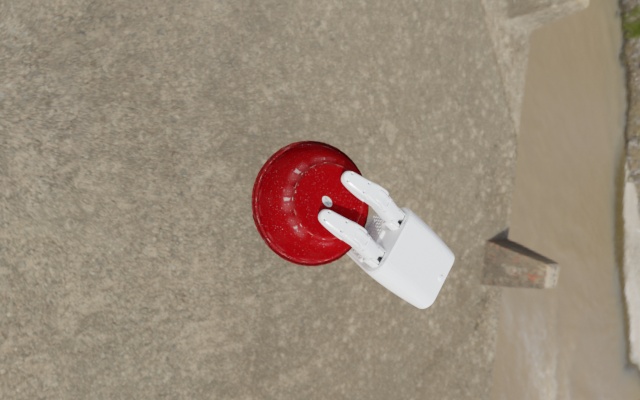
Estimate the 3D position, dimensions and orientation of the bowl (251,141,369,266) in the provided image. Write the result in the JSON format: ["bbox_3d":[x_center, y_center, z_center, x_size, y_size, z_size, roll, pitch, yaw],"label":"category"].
[{"bbox_3d":[-0.001,0.001,0.588,0.162,0.162,0.055,0,-3,-23],"label":"bowl"}]
